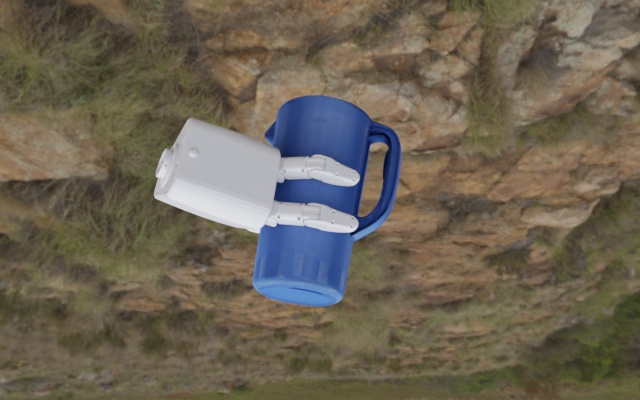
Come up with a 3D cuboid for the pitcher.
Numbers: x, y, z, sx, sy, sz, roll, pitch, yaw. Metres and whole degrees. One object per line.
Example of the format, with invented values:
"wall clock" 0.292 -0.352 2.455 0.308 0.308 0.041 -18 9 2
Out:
"pitcher" 0.000 0.002 0.596 0.145 0.242 0.149 20 -25 -26
